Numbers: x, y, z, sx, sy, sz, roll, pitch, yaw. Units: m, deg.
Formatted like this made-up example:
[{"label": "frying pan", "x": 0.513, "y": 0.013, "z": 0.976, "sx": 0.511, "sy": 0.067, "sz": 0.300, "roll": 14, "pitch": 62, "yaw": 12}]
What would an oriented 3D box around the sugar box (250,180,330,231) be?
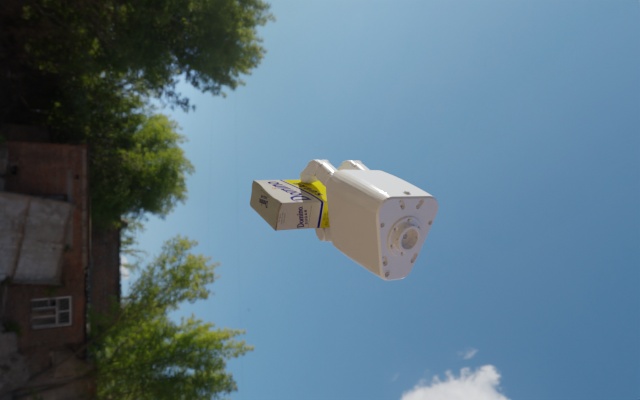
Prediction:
[{"label": "sugar box", "x": 0.000, "y": 0.002, "z": 0.671, "sx": 0.176, "sy": 0.048, "sz": 0.093, "roll": 0, "pitch": 20, "yaw": -31}]
